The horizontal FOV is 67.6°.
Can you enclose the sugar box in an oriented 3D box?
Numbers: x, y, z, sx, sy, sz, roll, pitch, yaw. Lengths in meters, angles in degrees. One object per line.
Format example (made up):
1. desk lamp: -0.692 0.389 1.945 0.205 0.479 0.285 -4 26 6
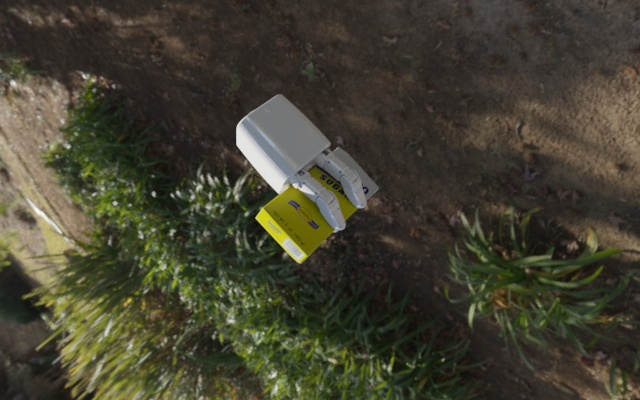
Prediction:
1. sugar box: 0.000 0.002 0.707 0.176 0.093 0.048 -42 -2 -31
